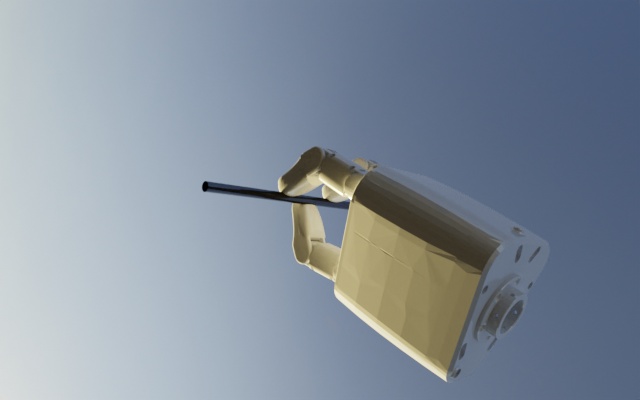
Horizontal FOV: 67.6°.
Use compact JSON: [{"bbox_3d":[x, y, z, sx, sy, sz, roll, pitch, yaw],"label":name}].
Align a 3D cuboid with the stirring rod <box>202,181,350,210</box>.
[{"bbox_3d":[0.000,0.001,0.426,0.011,0.011,0.239,0,-5,43],"label":"stirring rod"}]
